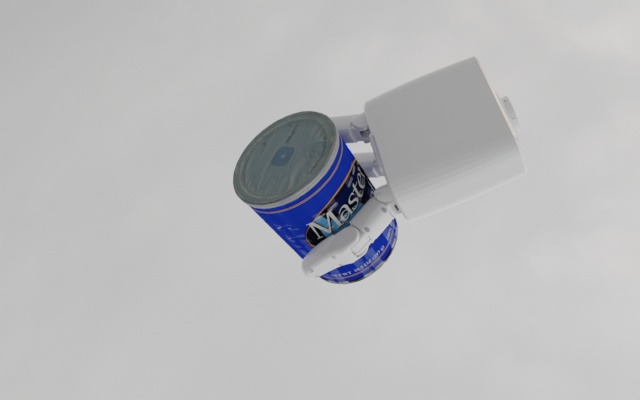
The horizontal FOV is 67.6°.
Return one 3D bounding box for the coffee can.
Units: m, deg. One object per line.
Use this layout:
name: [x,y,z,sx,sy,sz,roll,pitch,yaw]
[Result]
coffee can: [0.000,0.002,0.451,0.103,0.102,0.140,0,-35,35]
